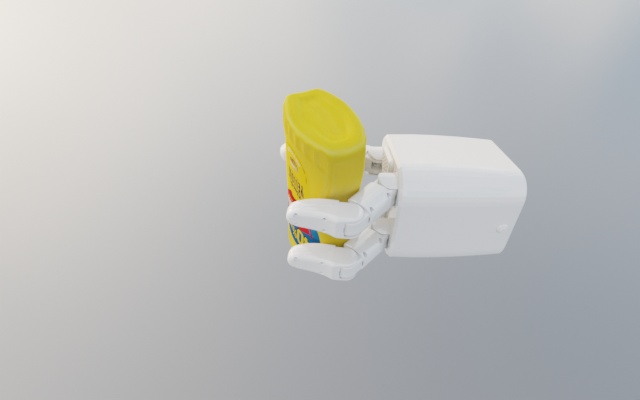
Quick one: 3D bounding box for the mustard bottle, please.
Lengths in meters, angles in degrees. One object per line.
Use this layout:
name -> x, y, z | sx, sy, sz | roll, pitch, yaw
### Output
mustard bottle -> 0.000, 0.001, 0.444 | 0.058, 0.192, 0.096 | -17, 47, -19
